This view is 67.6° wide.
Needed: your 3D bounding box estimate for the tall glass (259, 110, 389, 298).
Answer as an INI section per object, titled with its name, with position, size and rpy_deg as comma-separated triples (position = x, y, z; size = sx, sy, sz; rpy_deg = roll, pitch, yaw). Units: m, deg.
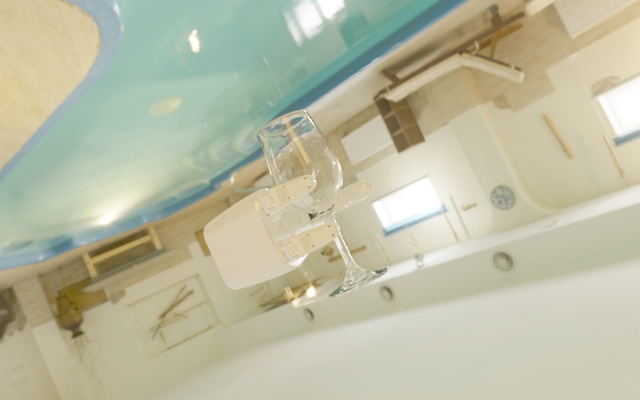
[tall glass]
position = 0.001, 0.002, 0.536
size = 0.079, 0.201, 0.079
rpy_deg = -25, -3, -1
